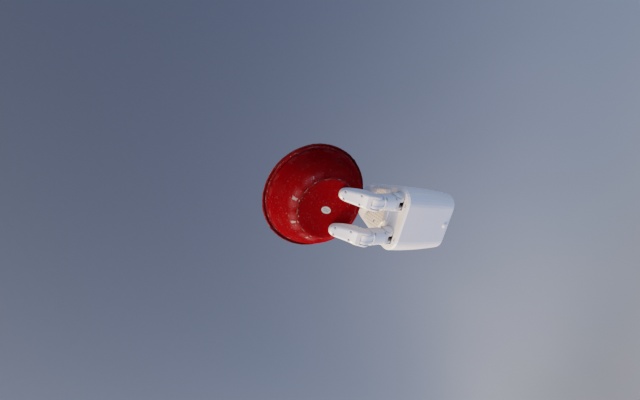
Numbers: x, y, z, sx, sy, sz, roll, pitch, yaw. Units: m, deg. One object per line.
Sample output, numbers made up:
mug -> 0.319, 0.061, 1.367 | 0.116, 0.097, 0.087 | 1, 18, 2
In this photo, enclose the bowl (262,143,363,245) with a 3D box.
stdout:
bowl -> -0.001, 0.003, 0.691 | 0.162, 0.162, 0.055 | 0, 22, -23
